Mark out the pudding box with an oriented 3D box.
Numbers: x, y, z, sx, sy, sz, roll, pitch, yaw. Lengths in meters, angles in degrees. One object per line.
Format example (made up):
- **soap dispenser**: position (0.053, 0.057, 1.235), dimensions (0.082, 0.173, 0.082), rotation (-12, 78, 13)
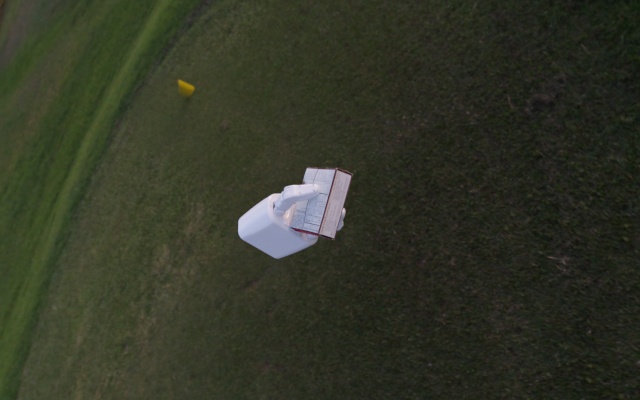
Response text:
- **pudding box**: position (0.000, 0.003, 0.787), dimensions (0.039, 0.113, 0.090), rotation (17, -5, -35)
